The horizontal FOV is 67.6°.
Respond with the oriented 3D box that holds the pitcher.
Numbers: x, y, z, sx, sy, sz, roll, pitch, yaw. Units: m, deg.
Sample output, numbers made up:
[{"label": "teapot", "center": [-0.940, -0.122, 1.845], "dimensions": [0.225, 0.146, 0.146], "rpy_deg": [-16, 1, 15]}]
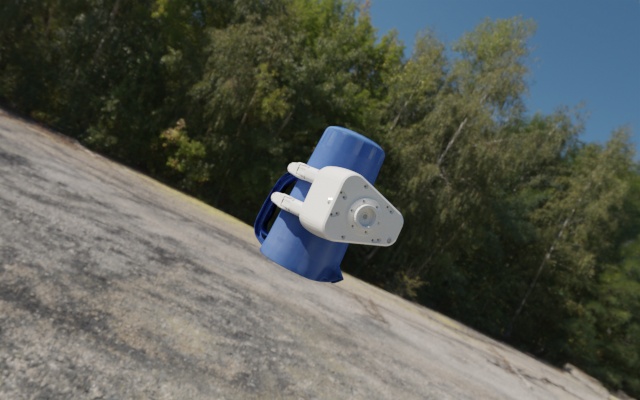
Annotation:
[{"label": "pitcher", "center": [0.000, 0.003, 0.792], "dimensions": [0.149, 0.243, 0.145], "rpy_deg": [26, -1, -16]}]
